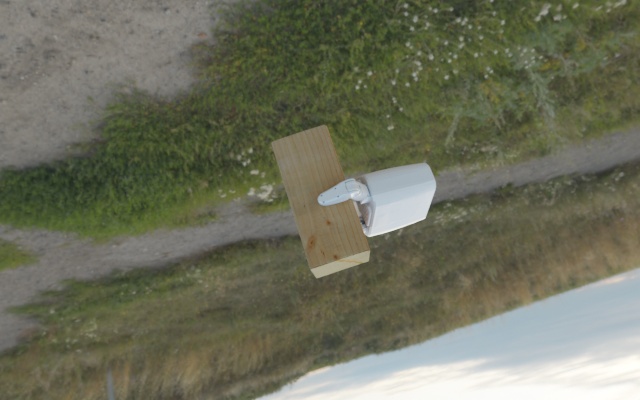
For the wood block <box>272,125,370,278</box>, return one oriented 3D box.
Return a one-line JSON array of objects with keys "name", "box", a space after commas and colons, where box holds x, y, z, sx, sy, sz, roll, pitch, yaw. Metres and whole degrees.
[{"name": "wood block", "box": [0.001, 0.002, 0.736, 0.090, 0.206, 0.091, -18, -18, -1]}]
